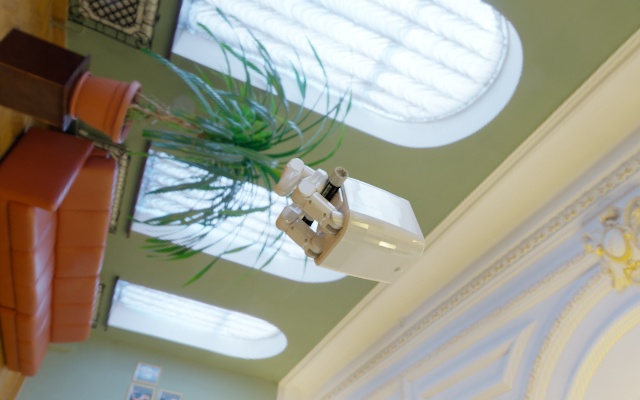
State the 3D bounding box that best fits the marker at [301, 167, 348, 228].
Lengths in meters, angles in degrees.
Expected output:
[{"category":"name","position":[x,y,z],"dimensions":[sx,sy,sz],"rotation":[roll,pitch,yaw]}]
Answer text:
[{"category":"marker","position":[0.000,0.002,0.597],"dimensions":[0.020,0.020,0.121],"rotation":[0,-35,-30]}]
